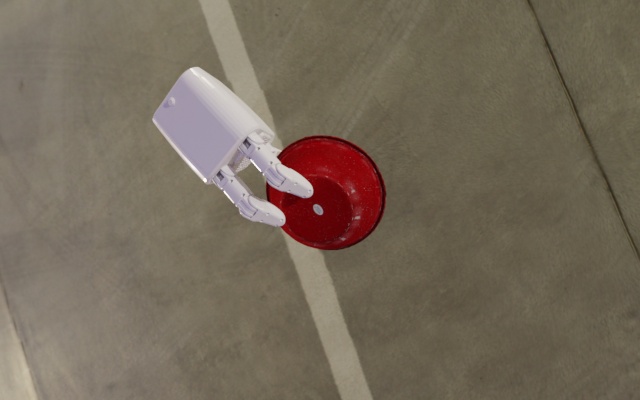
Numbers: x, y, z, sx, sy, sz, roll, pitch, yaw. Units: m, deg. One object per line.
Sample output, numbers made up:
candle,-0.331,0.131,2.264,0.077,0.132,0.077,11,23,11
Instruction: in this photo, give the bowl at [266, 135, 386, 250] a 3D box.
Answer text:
bowl,0.001,0.003,0.605,0.162,0.162,0.055,0,21,13
